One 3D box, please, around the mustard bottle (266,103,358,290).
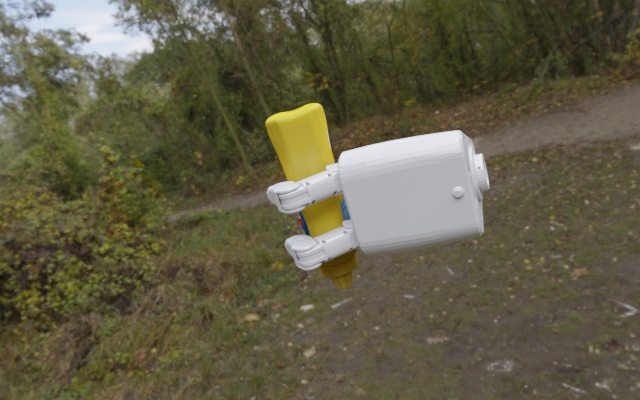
[{"bbox_3d":[0.000,0.001,0.484,0.058,0.192,0.096,-17,14,-1],"label":"mustard bottle"}]
